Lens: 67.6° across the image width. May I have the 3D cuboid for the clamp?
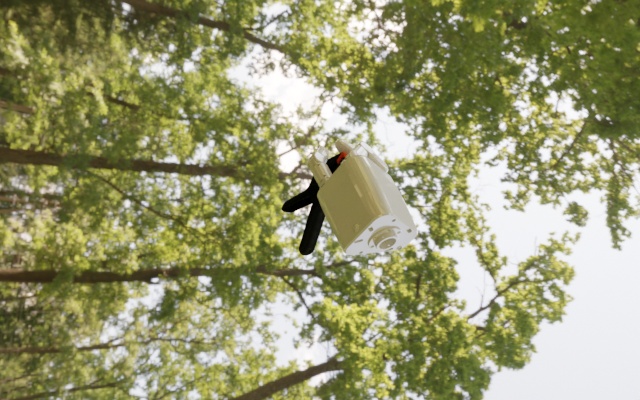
[{"bbox_3d":[0.001,0.002,0.755,0.039,0.120,0.171,11,-47,-39],"label":"clamp"}]
